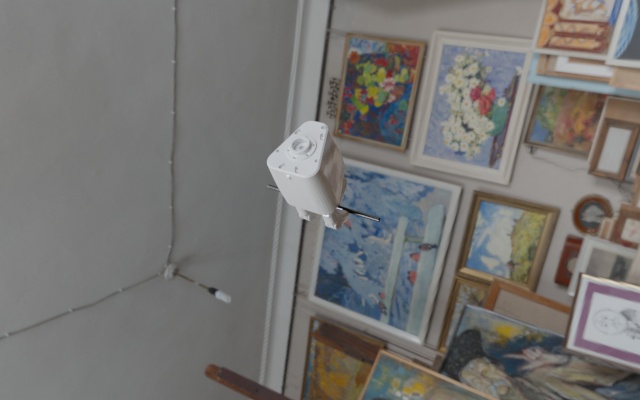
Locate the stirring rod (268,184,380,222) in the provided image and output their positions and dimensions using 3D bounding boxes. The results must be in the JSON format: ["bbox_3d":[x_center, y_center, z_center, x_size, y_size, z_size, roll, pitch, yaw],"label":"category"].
[{"bbox_3d":[0.000,0.003,0.889,0.239,0.011,0.011,17,8,27],"label":"stirring rod"}]
